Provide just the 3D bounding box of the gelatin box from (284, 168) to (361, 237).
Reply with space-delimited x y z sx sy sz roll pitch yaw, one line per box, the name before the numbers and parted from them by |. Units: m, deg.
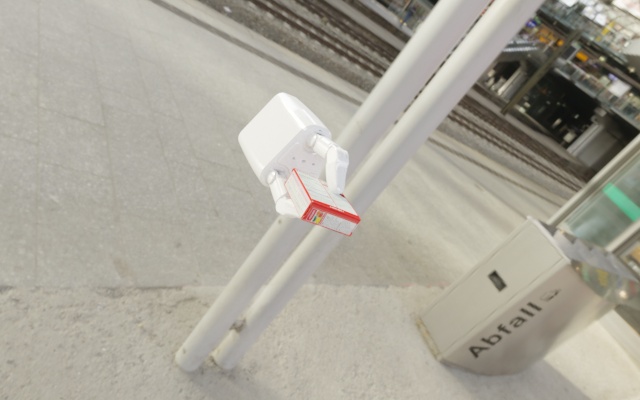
gelatin box | 0.000 0.002 0.595 0.073 0.030 0.089 21 20 -30
